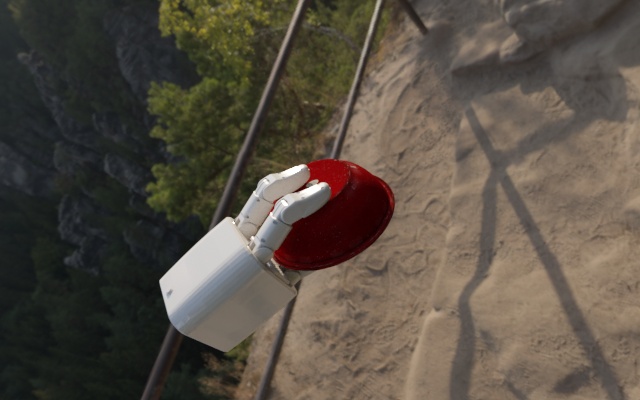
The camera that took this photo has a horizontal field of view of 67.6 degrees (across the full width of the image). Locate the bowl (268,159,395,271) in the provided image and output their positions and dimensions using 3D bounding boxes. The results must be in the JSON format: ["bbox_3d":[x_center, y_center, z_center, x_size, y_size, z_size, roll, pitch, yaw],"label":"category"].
[{"bbox_3d":[0.001,0.001,0.547,0.162,0.055,0.162,-18,36,13],"label":"bowl"}]
